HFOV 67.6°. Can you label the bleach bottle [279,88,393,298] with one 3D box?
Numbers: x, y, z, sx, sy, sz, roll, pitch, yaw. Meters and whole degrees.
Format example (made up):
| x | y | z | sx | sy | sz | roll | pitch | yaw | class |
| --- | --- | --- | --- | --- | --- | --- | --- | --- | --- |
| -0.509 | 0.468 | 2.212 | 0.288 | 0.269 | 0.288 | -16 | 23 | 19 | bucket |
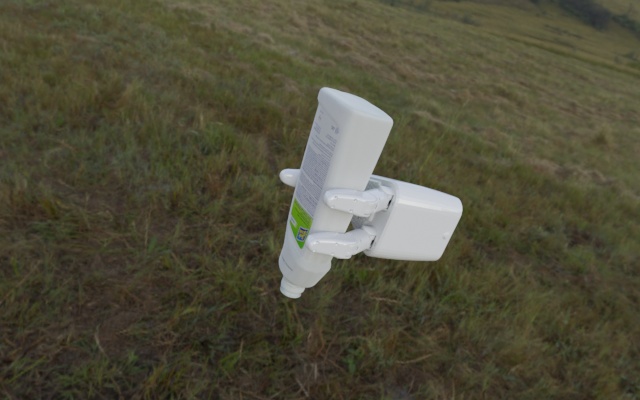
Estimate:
| x | y | z | sx | sy | sz | roll | pitch | yaw | class |
| --- | --- | --- | --- | --- | --- | --- | --- | --- | --- |
| 0.000 | 0.002 | 0.571 | 0.068 | 0.251 | 0.102 | 10 | 23 | -27 | bleach bottle |
